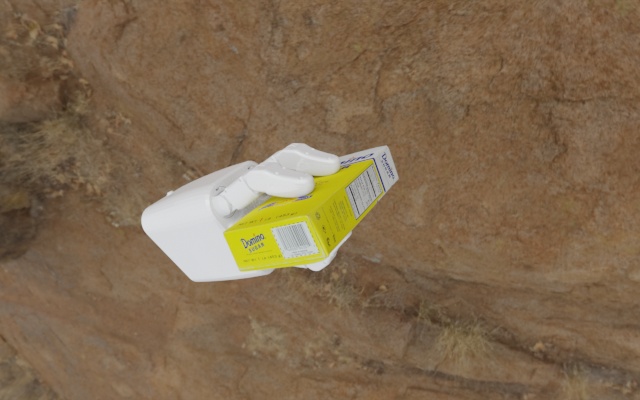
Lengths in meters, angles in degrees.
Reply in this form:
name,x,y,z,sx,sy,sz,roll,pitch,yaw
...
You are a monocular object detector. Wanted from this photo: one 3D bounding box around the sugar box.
name,x,y,z,sx,sy,sz,roll,pitch,yaw
sugar box,0.000,0.001,0.449,0.093,0.048,0.176,-12,20,32
